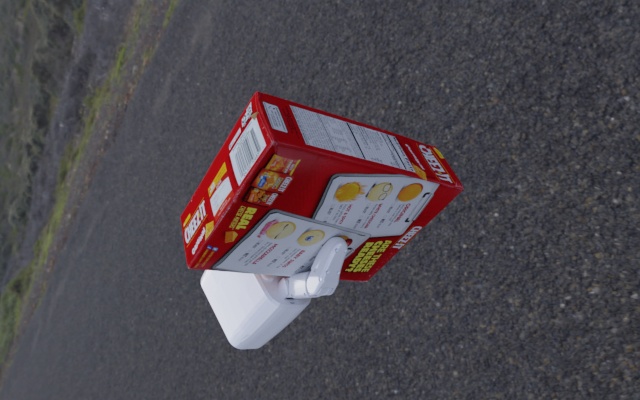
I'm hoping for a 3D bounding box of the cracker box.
[{"bbox_3d":[0.000,0.002,0.453,0.214,0.072,0.164,10,-46,-35],"label":"cracker box"}]
